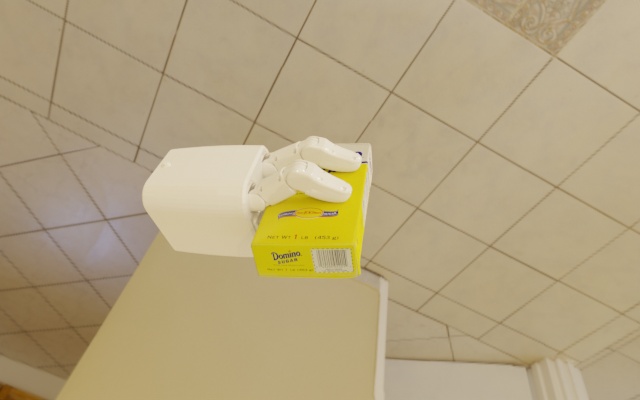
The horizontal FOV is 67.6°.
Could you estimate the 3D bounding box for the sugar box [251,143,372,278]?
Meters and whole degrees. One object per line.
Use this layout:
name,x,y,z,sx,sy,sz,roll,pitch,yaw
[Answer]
sugar box,0.000,0.001,0.476,0.093,0.048,0.176,0,38,10
